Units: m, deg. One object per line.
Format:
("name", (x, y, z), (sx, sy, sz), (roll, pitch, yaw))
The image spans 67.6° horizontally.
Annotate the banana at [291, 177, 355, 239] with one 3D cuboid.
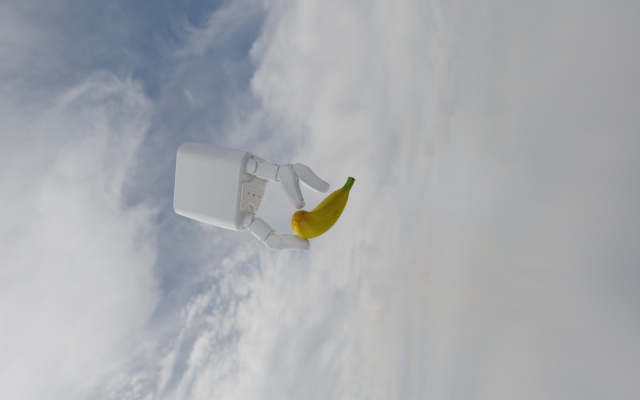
("banana", (-0.002, 0.018, 0.679), (0.037, 0.070, 0.197), (17, 23, 17))
